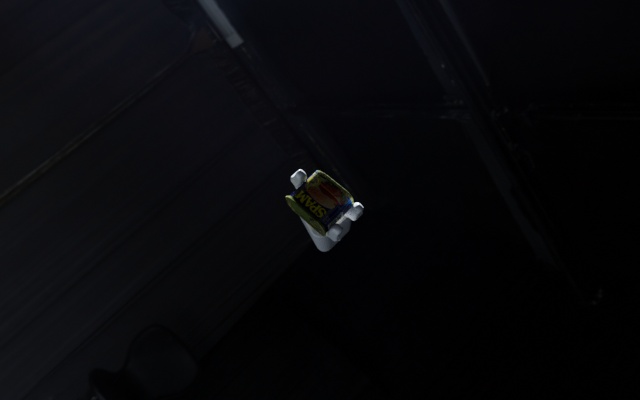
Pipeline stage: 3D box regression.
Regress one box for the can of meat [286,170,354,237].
[{"bbox_3d":[0.000,0.003,0.898,0.102,0.084,0.057,40,-15,24],"label":"can of meat"}]
